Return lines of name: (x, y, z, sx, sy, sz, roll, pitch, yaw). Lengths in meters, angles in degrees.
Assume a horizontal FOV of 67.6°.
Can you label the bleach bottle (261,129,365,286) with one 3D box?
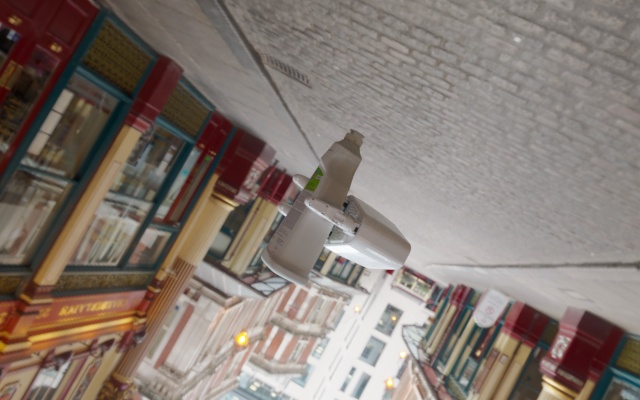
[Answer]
bleach bottle: (0.000, 0.002, 0.750, 0.068, 0.251, 0.102, 31, -3, -23)
